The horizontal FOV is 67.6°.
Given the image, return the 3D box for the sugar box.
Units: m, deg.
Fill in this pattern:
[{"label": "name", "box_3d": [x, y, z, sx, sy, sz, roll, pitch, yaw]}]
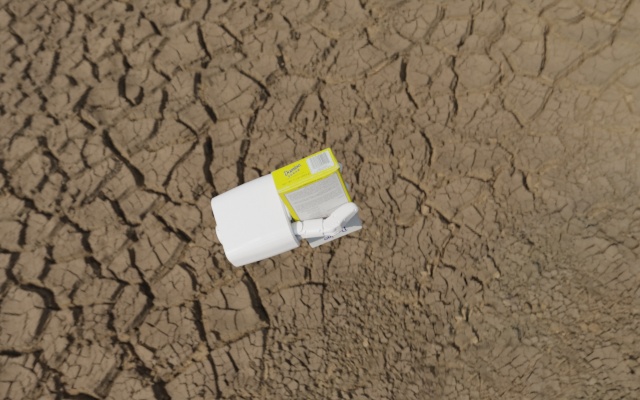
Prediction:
[{"label": "sugar box", "box_3d": [0.000, 0.002, 0.725, 0.093, 0.048, 0.176, -22, -32, 3]}]
